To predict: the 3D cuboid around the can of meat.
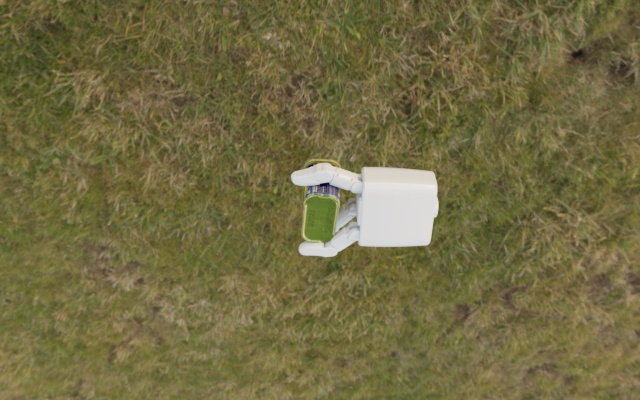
[{"bbox_3d":[0.000,0.003,0.727,0.057,0.102,0.083,4,42,-2],"label":"can of meat"}]
